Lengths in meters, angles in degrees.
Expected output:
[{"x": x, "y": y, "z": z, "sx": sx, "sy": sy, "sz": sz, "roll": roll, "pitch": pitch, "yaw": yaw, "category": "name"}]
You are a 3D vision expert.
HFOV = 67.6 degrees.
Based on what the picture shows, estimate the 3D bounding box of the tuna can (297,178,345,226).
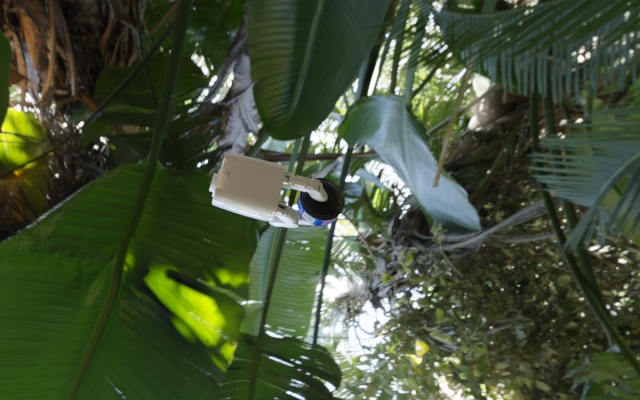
[{"x": 0.000, "y": 0.003, "z": 0.886, "sx": 0.086, "sy": 0.086, "sz": 0.034, "roll": 0, "pitch": -23, "yaw": -16, "category": "tuna can"}]
